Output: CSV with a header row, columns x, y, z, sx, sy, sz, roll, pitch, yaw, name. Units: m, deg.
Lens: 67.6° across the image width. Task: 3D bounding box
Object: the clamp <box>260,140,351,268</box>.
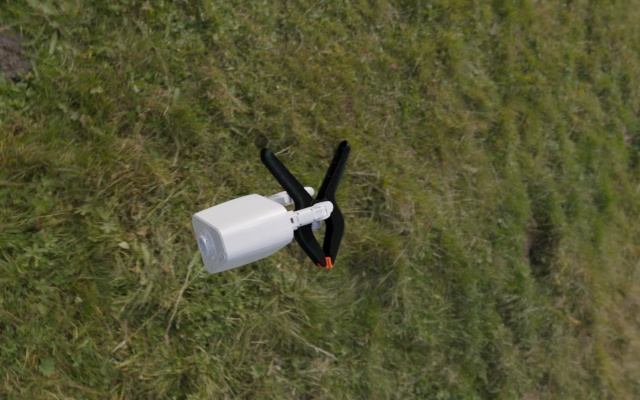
x,y,z,sx,sy,sz,roll,pitch,yaw,name
0.000,0.003,0.771,0.164,0.210,0.036,-18,7,-31,clamp
